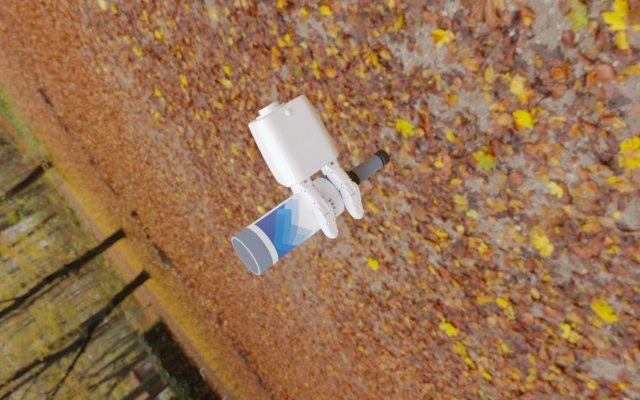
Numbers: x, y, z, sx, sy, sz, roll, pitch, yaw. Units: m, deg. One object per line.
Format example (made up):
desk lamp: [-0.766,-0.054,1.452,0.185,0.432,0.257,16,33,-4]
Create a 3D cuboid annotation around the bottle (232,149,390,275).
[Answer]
bottle: [0.000,0.003,0.747,0.295,0.069,0.069,-36,17,-25]
